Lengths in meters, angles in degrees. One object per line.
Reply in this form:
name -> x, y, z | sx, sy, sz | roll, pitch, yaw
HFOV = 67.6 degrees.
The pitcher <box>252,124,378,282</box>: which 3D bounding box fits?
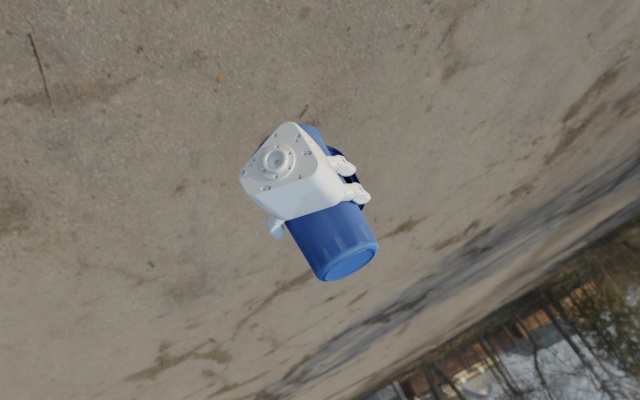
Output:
pitcher -> 0.000, 0.003, 0.784 | 0.149, 0.242, 0.145 | -32, -25, 5
